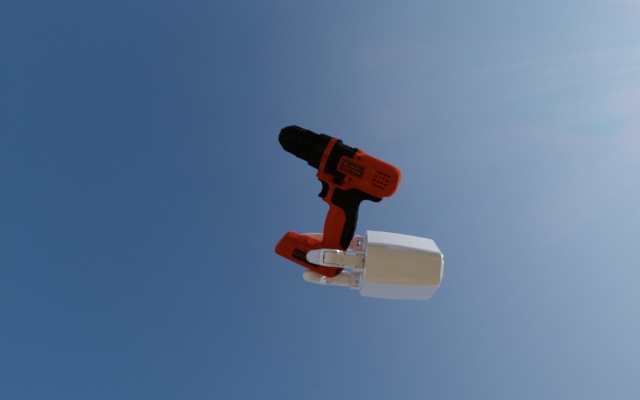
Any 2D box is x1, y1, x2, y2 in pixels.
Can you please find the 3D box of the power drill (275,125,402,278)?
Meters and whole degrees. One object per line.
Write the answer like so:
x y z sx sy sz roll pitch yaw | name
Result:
0.000 0.003 0.688 0.184 0.188 0.057 25 16 9 | power drill
